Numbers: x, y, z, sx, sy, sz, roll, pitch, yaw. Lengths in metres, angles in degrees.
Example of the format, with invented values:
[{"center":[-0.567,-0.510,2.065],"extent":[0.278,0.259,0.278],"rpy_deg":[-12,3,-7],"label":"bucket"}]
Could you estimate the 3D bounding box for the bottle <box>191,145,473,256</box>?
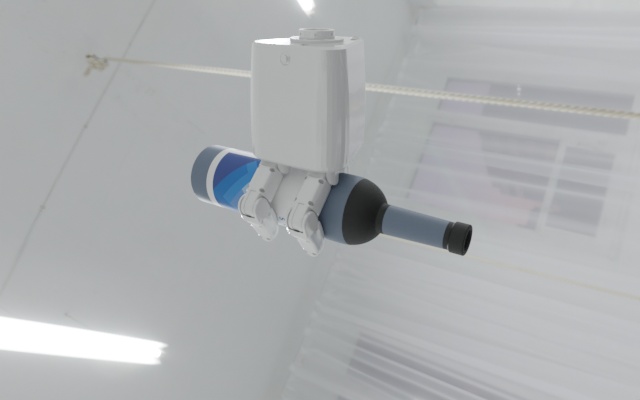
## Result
[{"center":[0.000,0.002,0.474],"extent":[0.295,0.069,0.069],"rpy_deg":[15,7,29],"label":"bottle"}]
